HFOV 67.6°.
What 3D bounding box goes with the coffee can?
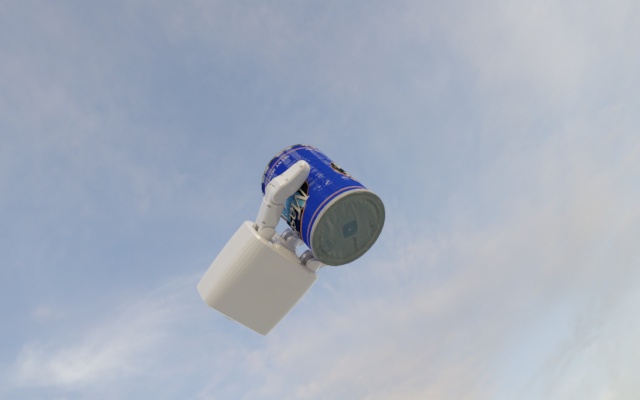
[{"bbox_3d":[0.000,0.002,0.608,0.103,0.103,0.140,0,28,-35],"label":"coffee can"}]
